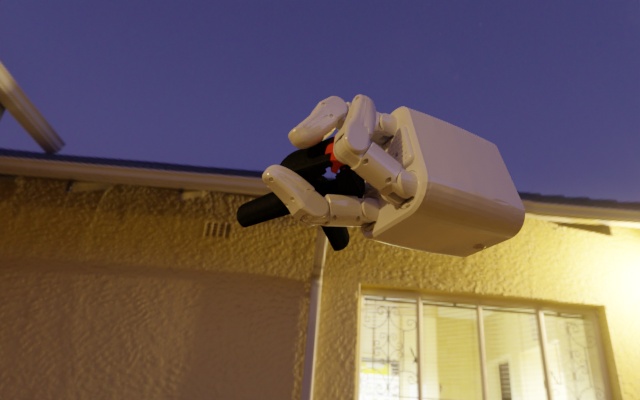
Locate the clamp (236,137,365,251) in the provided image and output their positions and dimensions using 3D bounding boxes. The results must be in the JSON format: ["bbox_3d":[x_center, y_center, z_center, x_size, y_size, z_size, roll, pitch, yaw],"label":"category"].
[{"bbox_3d":[0.000,0.001,0.447,0.120,0.039,0.171,15,-28,-21],"label":"clamp"}]
